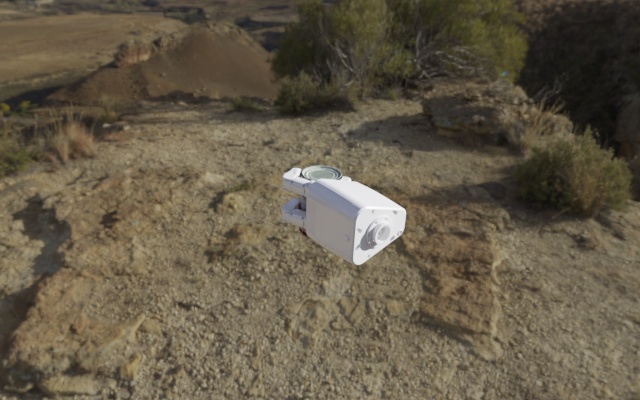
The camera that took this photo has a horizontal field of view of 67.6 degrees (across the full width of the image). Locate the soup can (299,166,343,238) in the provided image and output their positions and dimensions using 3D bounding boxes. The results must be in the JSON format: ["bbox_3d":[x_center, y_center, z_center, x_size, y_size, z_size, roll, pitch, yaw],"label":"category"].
[{"bbox_3d":[0.000,0.002,0.775,0.068,0.102,0.068,2,25,-1],"label":"soup can"}]
